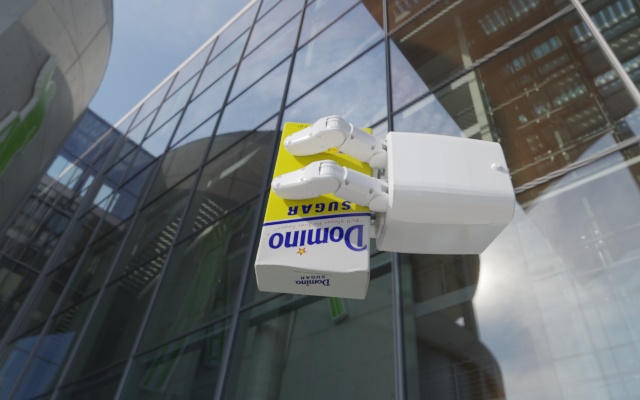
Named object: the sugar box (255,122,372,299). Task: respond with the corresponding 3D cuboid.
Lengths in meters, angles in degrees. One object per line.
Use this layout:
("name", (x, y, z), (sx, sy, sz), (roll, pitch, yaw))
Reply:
("sugar box", (0.000, 0.001, 0.441), (0.093, 0.176, 0.048), (4, -43, 2))
